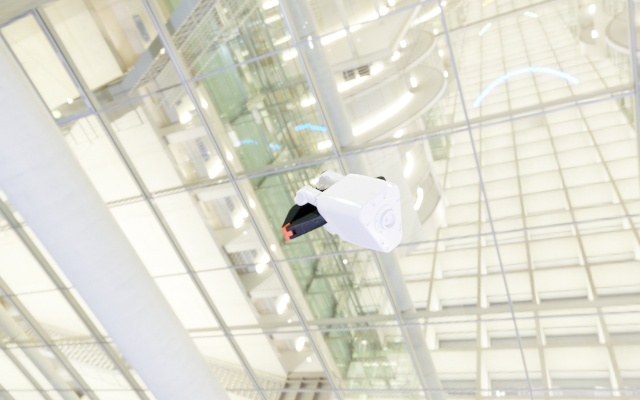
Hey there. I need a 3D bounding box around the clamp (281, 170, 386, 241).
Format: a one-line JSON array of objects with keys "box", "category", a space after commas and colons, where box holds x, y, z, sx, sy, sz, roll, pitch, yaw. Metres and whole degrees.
[{"box": [0.000, 0.004, 0.897, 0.210, 0.036, 0.164, -36, 29, -27], "category": "clamp"}]
